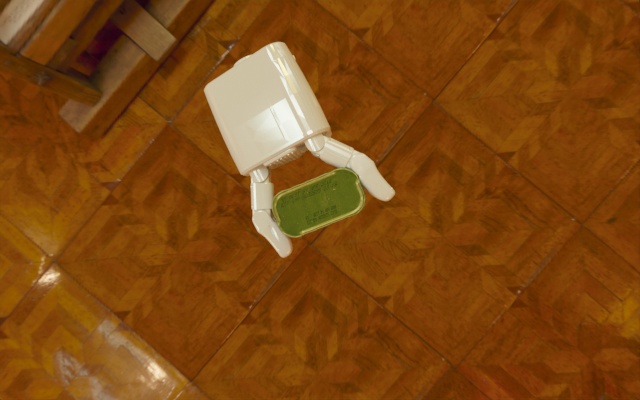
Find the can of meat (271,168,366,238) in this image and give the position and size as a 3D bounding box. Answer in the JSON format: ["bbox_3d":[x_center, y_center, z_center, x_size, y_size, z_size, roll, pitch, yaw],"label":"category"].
[{"bbox_3d":[0.000,0.002,0.530,0.102,0.057,0.084,-22,-1,3],"label":"can of meat"}]
